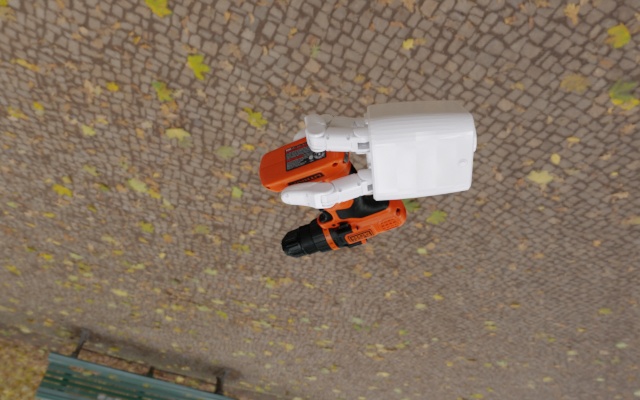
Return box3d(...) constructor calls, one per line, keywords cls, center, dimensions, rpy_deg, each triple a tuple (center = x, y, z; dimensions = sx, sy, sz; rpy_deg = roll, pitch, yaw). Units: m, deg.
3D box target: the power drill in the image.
box3d(cls="power drill", center=(0.000, 0.002, 0.612), dimensions=(0.184, 0.057, 0.188), rpy_deg=(-21, -39, 15))
